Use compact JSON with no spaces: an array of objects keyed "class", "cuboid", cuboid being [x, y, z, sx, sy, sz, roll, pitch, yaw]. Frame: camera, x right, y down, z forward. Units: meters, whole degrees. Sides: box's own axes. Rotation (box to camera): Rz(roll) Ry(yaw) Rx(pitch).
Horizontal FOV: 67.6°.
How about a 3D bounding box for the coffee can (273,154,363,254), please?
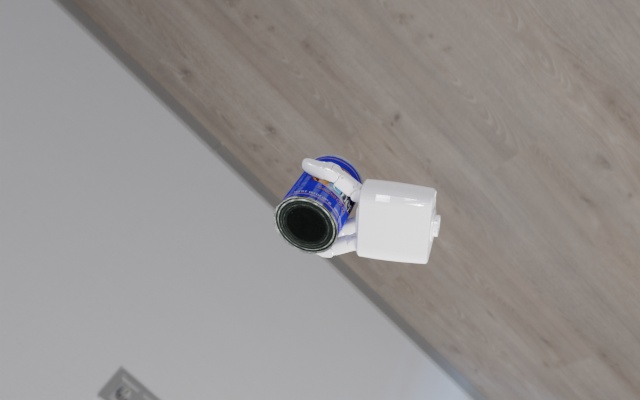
[{"class":"coffee can","cuboid":[0.000,0.002,0.759,0.103,0.103,0.140,0,31,23]}]
